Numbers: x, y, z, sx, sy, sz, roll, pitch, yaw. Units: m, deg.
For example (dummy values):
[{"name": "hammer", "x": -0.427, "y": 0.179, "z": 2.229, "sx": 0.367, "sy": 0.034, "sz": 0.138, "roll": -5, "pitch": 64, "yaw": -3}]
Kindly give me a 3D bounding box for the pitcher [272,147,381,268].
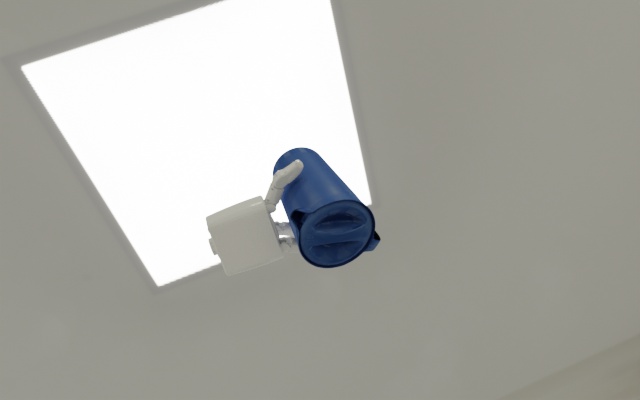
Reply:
[{"name": "pitcher", "x": 0.000, "y": 0.003, "z": 0.862, "sx": 0.145, "sy": 0.149, "sz": 0.242, "roll": -21, "pitch": 36, "yaw": -7}]
